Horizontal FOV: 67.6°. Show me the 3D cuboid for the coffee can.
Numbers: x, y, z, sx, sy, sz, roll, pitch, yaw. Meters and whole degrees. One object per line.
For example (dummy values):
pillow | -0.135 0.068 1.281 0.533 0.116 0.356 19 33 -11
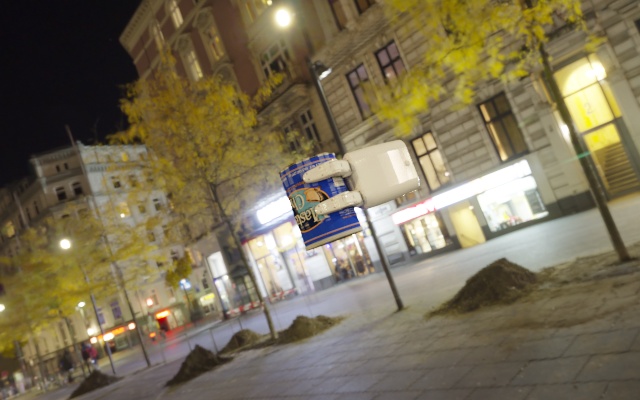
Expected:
coffee can | 0.000 0.003 0.808 0.103 0.140 0.103 -20 -7 -2
